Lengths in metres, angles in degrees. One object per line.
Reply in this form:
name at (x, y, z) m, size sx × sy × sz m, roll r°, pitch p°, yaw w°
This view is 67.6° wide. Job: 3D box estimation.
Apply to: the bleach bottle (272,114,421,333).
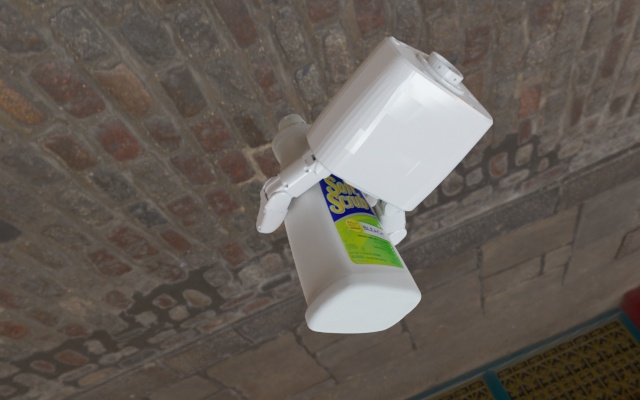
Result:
bleach bottle at (0.000, 0.002, 0.463) m, size 0.102 × 0.250 × 0.068 m, roll 14°, pitch -51°, yaw -39°
